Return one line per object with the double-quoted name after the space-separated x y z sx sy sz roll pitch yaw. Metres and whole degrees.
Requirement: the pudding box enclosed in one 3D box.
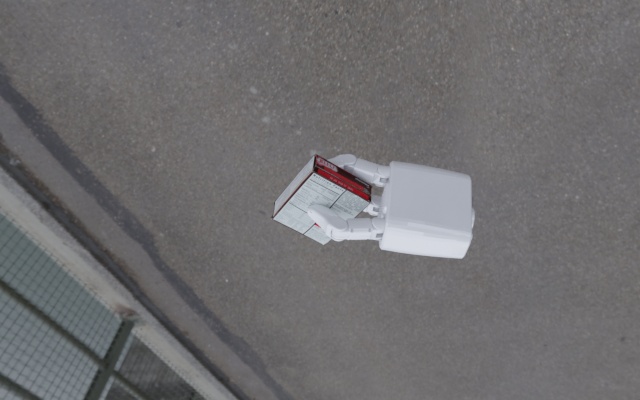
0.000 0.002 0.631 0.090 0.039 0.113 29 -50 -18 "pudding box"
